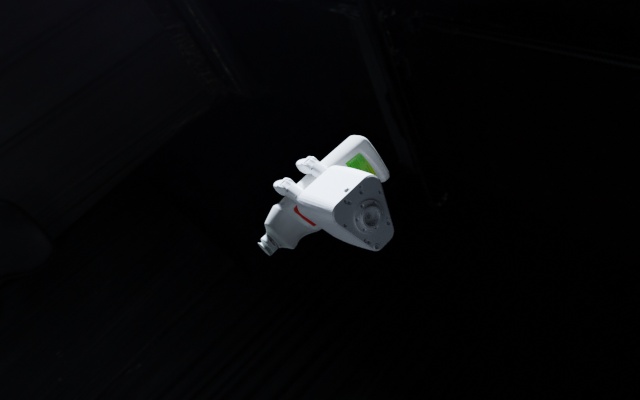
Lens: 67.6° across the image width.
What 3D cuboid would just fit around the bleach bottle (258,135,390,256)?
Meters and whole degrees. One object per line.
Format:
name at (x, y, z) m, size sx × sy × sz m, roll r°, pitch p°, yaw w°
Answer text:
bleach bottle at (0.000, 0.003, 0.812) m, size 0.251 × 0.103 × 0.068 m, roll -43°, pitch 26°, yaw -15°
